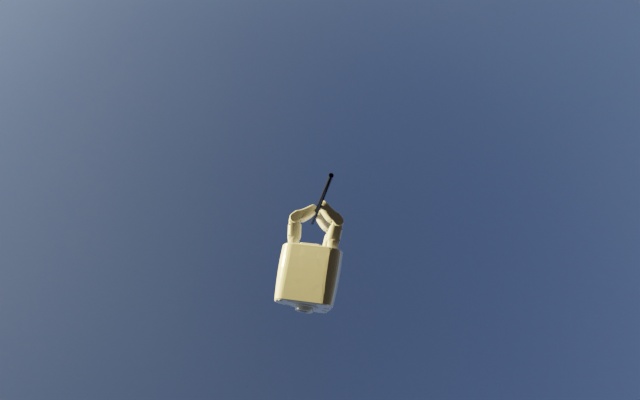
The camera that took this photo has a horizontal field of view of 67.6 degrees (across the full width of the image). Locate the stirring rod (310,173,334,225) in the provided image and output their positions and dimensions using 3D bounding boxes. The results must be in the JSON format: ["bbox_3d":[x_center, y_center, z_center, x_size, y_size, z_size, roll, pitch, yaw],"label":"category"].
[{"bbox_3d":[0.000,0.003,0.875,0.011,0.011,0.240,0,-21,-9],"label":"stirring rod"}]
